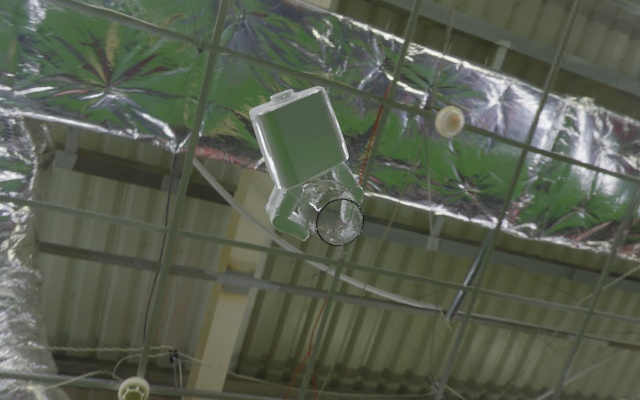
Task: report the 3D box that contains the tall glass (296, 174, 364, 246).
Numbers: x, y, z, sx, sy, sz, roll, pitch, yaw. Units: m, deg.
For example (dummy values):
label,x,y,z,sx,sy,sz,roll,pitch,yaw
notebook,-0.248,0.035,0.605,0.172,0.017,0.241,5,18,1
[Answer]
label,x,y,z,sx,sy,sz,roll,pitch,yaw
tall glass,0.000,0.002,0.675,0.079,0.079,0.201,0,15,-15
